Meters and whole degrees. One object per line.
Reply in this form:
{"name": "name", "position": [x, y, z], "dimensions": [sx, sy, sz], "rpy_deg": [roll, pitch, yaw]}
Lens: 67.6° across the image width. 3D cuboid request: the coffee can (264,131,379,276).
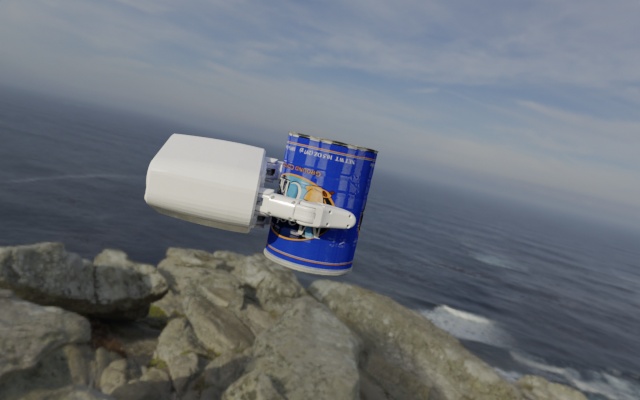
{"name": "coffee can", "position": [0.000, 0.002, 0.538], "dimensions": [0.103, 0.140, 0.103], "rpy_deg": [12, 7, -1]}
